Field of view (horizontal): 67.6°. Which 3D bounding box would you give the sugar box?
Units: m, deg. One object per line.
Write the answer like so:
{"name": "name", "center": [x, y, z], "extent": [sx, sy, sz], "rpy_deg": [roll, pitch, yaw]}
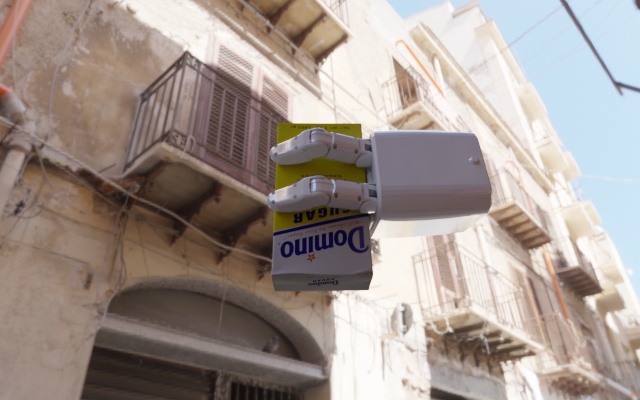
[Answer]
{"name": "sugar box", "center": [0.000, 0.001, 0.479], "extent": [0.093, 0.176, 0.048], "rpy_deg": [-1, -34, -2]}
